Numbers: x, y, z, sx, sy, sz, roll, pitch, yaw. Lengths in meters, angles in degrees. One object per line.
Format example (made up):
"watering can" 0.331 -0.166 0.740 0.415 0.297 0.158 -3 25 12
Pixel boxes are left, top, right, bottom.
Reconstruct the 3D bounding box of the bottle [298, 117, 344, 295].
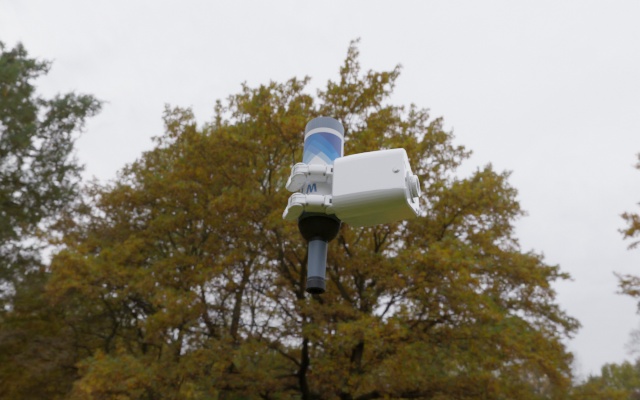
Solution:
"bottle" 0.000 0.002 0.745 0.069 0.295 0.069 2 -32 2
